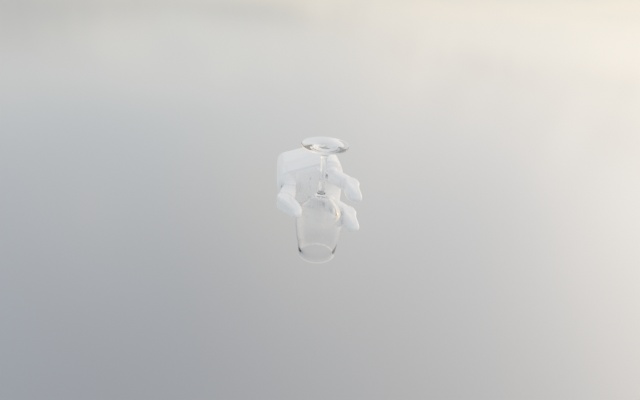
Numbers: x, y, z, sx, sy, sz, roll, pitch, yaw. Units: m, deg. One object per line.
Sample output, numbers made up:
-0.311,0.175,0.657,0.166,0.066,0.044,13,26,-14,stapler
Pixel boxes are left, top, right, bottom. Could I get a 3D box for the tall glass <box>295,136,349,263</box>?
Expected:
0.000,0.002,0.777,0.079,0.201,0.079,4,27,-2,tall glass
